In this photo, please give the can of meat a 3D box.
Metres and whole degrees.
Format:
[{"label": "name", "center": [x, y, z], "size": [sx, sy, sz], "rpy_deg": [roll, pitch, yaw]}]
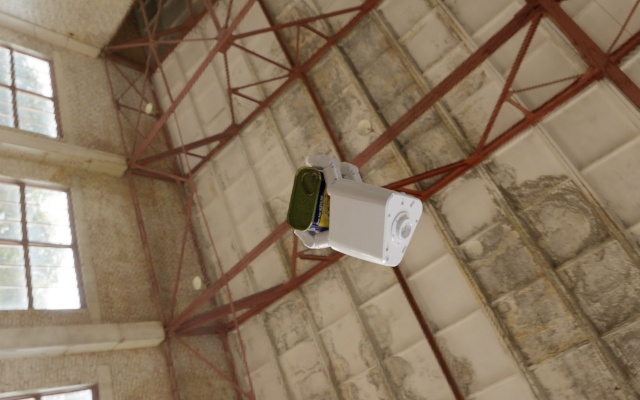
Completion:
[{"label": "can of meat", "center": [0.000, 0.003, 0.781], "size": [0.057, 0.102, 0.084], "rpy_deg": [10, -1, 44]}]
